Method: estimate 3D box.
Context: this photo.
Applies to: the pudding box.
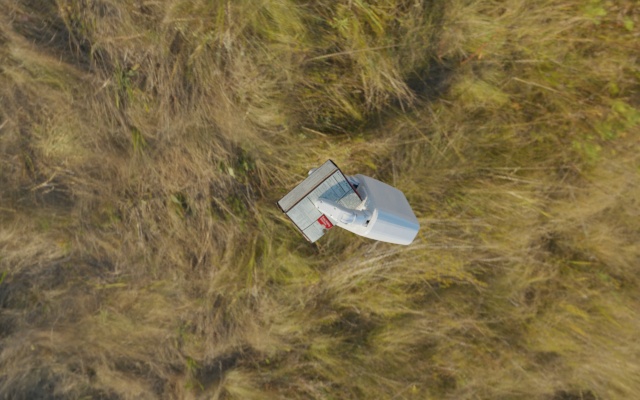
[{"bbox_3d":[0.000,0.003,0.762,0.090,0.113,0.039,51,-2,-39],"label":"pudding box"}]
